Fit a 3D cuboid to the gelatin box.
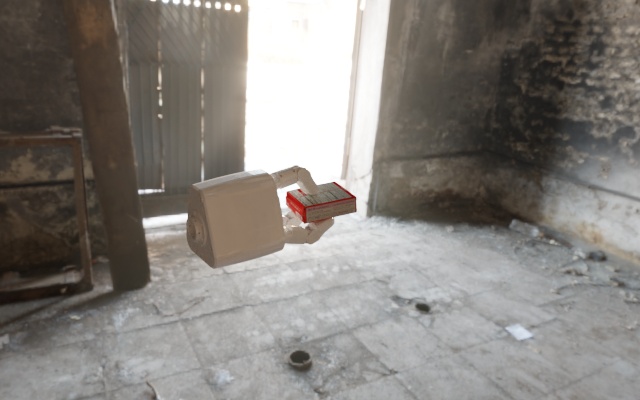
[{"bbox_3d":[0.000,0.002,0.730,0.089,0.030,0.073,-12,25,-22],"label":"gelatin box"}]
